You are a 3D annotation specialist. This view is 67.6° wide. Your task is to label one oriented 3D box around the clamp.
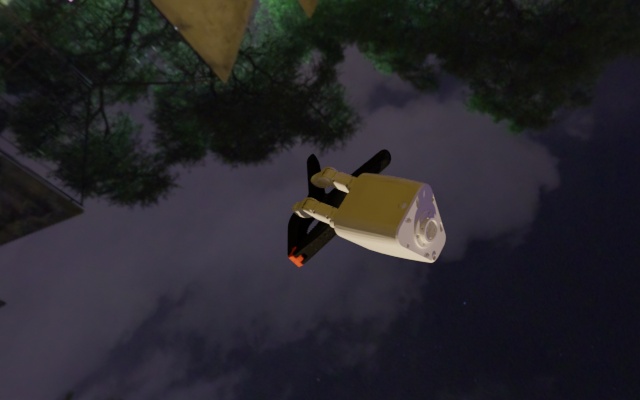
[{"bbox_3d":[0.000,0.003,0.735,0.164,0.210,0.036,9,-29,48],"label":"clamp"}]
